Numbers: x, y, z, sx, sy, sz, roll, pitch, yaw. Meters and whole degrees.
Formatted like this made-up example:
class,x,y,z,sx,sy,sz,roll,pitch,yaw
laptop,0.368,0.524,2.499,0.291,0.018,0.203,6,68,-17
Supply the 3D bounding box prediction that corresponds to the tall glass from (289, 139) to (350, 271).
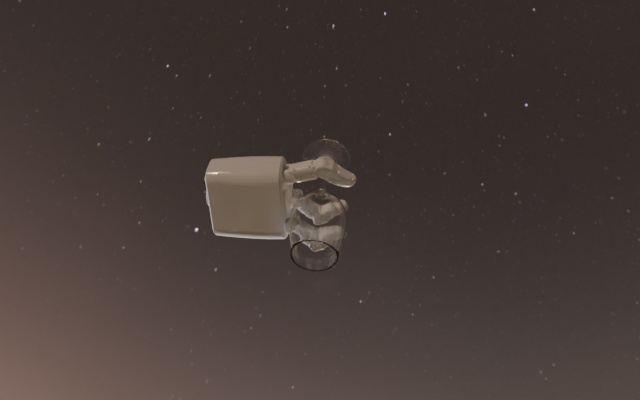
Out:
class,x,y,z,sx,sy,sz,roll,pitch,yaw
tall glass,0.000,0.002,0.673,0.079,0.079,0.200,0,43,6
